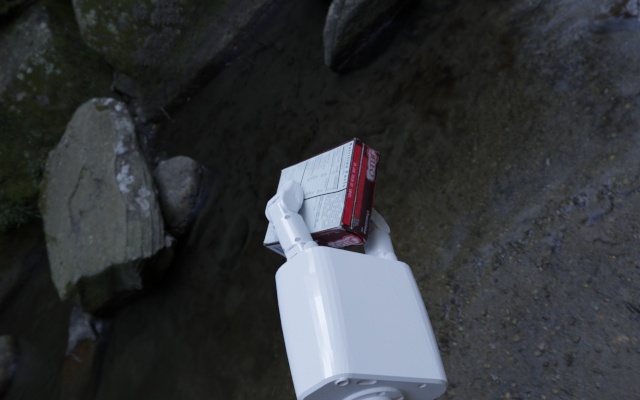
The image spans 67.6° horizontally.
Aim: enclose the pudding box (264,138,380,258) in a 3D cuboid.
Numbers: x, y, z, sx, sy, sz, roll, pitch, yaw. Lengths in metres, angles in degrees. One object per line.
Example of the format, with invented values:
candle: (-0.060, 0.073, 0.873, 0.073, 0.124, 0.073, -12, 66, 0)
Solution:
pudding box: (0.000, 0.001, 0.448, 0.039, 0.090, 0.113, 31, -31, -35)
